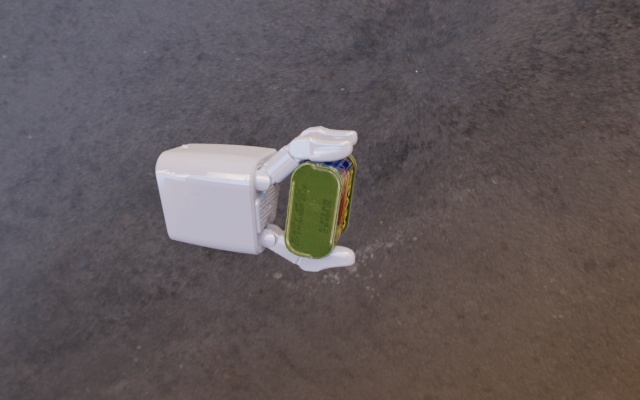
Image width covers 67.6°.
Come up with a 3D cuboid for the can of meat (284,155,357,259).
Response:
[{"bbox_3d":[0.000,0.002,0.500,0.057,0.102,0.084,10,17,9],"label":"can of meat"}]
